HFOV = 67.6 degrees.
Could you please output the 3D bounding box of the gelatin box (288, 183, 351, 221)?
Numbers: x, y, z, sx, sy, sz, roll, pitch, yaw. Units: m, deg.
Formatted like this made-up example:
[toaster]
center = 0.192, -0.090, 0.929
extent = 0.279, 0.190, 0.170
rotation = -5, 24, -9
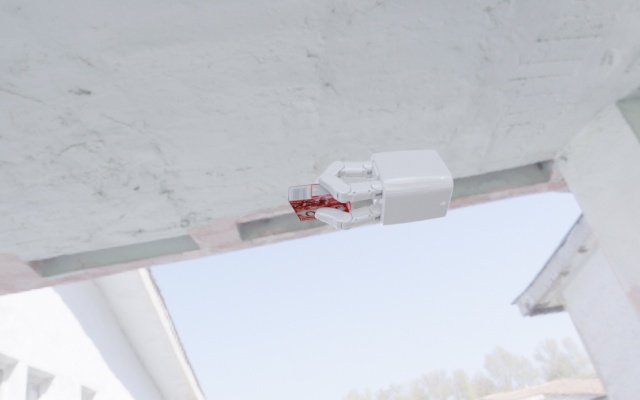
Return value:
[gelatin box]
center = 0.000, 0.002, 0.768
extent = 0.089, 0.030, 0.073
rotation = -6, -28, 12
